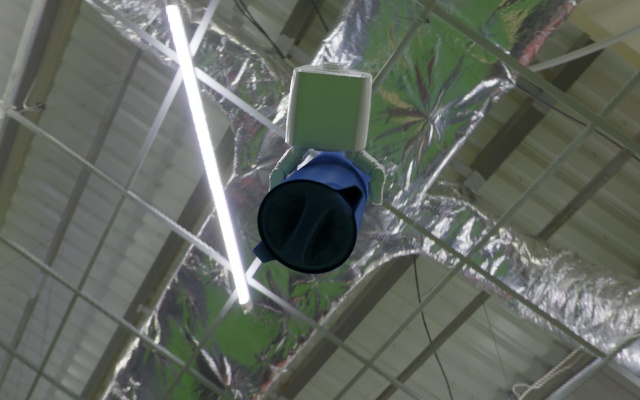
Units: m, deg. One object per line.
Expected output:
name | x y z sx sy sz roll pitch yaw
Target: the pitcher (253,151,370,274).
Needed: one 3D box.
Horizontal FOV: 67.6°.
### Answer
pitcher | 0.000 0.002 0.718 0.149 0.145 0.242 10 22 11
